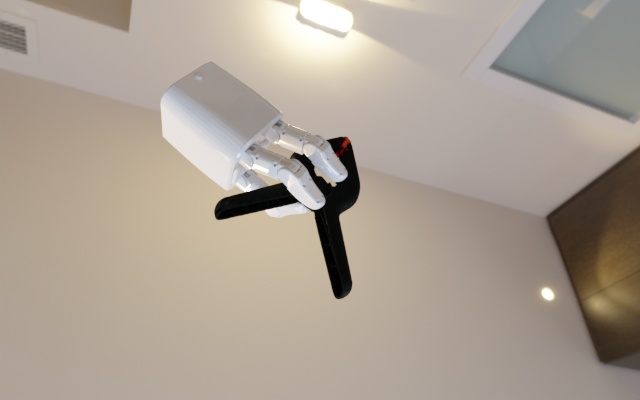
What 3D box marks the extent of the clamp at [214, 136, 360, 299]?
[{"bbox_3d":[0.000,0.002,0.550,0.036,0.164,0.210,-47,4,47],"label":"clamp"}]
